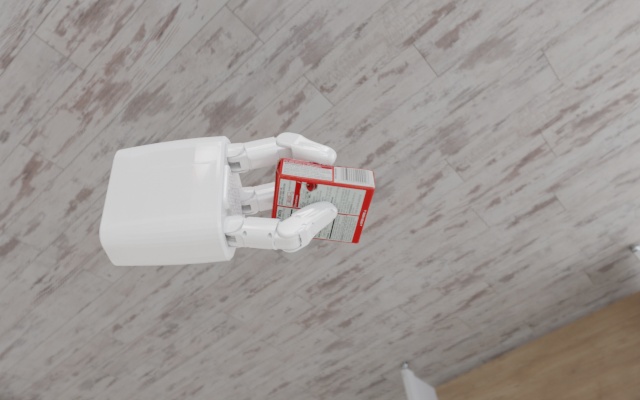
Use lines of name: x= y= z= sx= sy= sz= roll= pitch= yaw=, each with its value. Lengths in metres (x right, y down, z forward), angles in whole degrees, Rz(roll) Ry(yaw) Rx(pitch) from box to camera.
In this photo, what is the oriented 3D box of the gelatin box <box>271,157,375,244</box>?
gelatin box: x=0.000 y=0.002 z=0.446 sx=0.089 sy=0.073 sz=0.030 roll=7 pitch=41 yaw=-4
